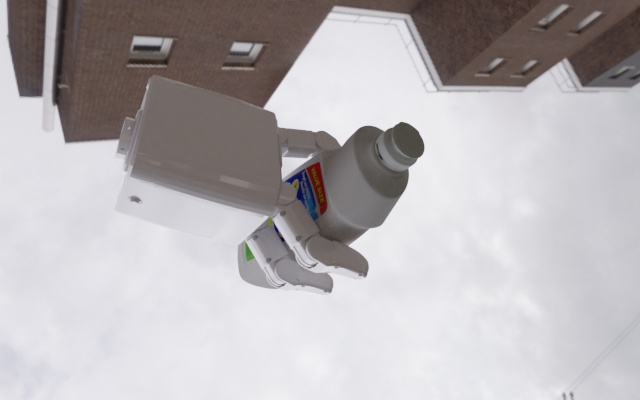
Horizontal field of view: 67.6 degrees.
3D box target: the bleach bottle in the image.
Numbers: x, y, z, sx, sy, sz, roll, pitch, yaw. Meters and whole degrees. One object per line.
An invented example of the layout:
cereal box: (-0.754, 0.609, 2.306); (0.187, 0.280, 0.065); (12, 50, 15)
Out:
bleach bottle: (0.000, 0.002, 0.426); (0.068, 0.102, 0.251); (16, -31, -24)
